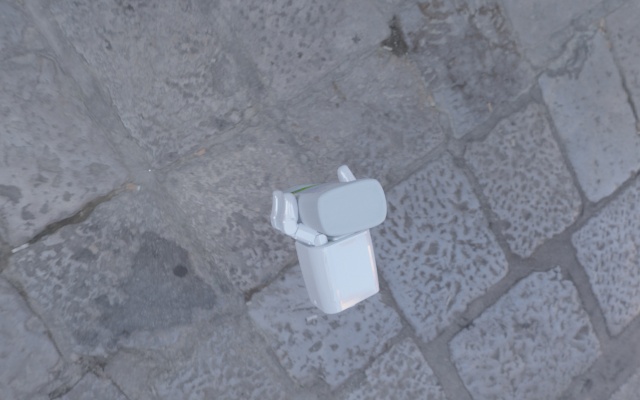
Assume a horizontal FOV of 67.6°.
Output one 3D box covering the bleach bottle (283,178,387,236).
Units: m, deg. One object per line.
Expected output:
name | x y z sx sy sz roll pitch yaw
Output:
bleach bottle | 0.000 0.002 0.743 0.102 0.068 0.251 -15 8 -18
